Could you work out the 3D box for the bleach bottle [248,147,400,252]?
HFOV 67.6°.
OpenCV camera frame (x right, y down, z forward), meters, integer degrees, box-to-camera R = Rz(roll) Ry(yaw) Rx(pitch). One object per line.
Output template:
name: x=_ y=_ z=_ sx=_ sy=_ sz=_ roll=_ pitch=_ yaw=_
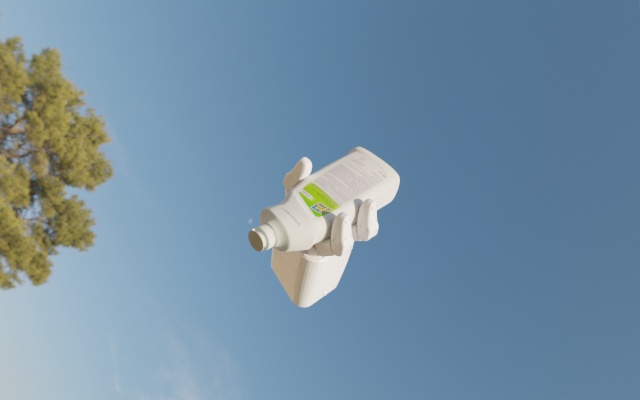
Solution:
bleach bottle: x=0.000 y=0.002 z=0.663 sx=0.102 sy=0.068 sz=0.250 roll=38 pitch=43 yaw=27
